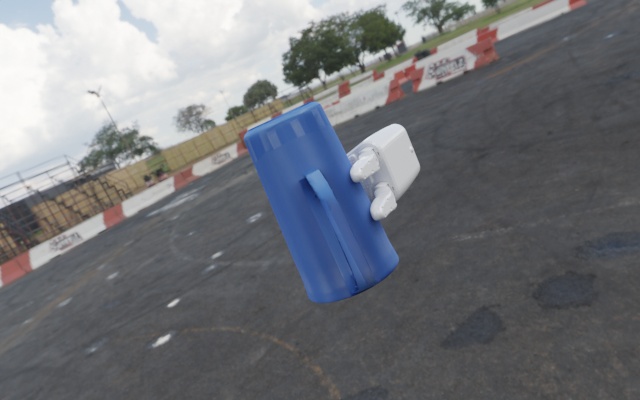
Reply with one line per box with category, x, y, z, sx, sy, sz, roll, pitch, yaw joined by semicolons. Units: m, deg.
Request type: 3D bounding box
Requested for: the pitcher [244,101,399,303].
pitcher;0.000;0.002;0.617;0.149;0.243;0.145;-16;14;39
